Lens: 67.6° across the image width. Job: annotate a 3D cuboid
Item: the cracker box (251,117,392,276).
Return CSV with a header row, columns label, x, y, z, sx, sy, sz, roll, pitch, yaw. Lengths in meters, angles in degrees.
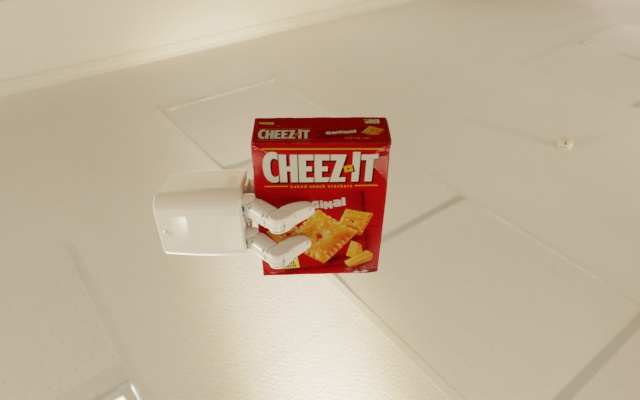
label,x,y,z,sx,sy,sz,roll,pitch,yaw
cracker box,0.000,0.002,0.623,0.164,0.214,0.072,-1,38,-2
